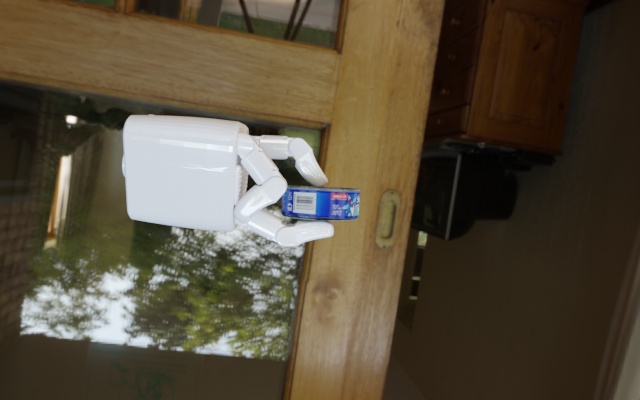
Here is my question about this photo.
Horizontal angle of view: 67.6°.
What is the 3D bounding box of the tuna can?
[{"bbox_3d":[0.000,0.002,0.520,0.086,0.034,0.086,3,3,0],"label":"tuna can"}]
